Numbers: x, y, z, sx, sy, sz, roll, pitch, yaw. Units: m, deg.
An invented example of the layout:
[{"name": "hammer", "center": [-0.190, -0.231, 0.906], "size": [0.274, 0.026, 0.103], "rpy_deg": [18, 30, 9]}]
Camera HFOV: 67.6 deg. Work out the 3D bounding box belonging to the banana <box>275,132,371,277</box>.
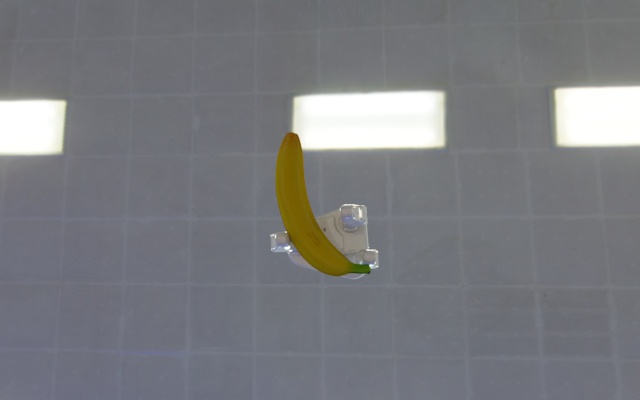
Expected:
[{"name": "banana", "center": [-0.014, 0.014, 0.572], "size": [0.069, 0.197, 0.037], "rpy_deg": [-30, -13, 5]}]
